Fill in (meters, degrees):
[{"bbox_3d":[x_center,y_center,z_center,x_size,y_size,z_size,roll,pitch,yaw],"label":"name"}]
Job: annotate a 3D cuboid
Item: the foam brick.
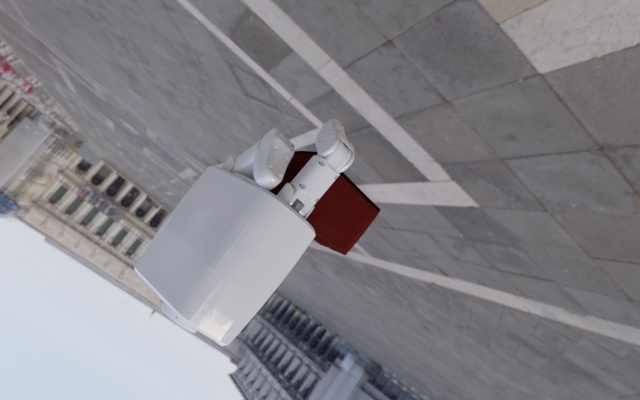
[{"bbox_3d":[0.000,0.001,0.409,0.078,0.051,0.053,43,-14,-26],"label":"foam brick"}]
